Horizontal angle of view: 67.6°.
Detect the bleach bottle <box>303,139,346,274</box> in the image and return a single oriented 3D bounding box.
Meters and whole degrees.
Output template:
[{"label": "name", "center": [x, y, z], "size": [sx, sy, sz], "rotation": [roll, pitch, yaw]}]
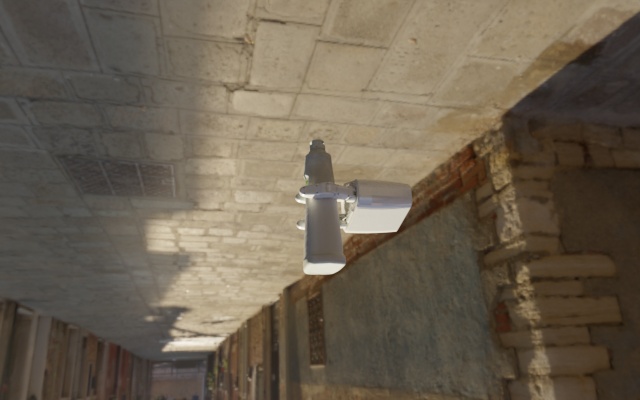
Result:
[{"label": "bleach bottle", "center": [0.000, 0.003, 0.874], "size": [0.068, 0.250, 0.103], "rotation": [2, -20, -12]}]
